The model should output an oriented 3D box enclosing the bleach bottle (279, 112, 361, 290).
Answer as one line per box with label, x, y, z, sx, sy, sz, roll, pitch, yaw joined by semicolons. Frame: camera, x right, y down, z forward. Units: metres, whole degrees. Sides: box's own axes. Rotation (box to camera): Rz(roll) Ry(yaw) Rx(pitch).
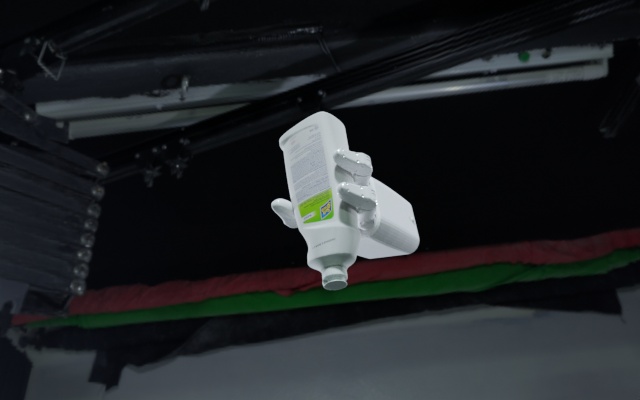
bleach bottle;0.000;0.002;0.649;0.102;0.250;0.068;-30;-40;32
